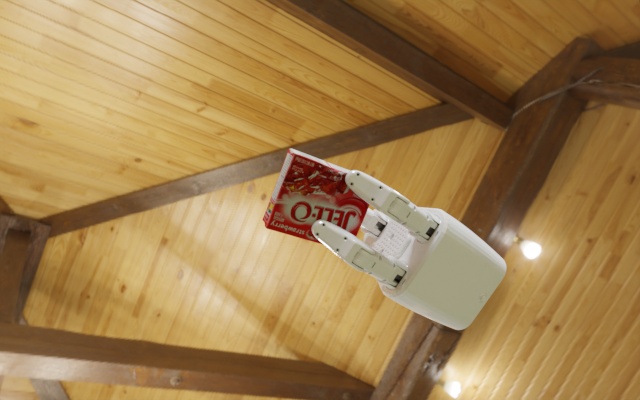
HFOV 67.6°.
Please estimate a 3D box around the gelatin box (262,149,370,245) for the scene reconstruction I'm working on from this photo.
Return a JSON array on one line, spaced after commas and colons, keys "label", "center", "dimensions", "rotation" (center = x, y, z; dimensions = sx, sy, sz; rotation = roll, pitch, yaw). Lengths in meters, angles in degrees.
[{"label": "gelatin box", "center": [0.000, 0.001, 0.446], "dimensions": [0.089, 0.073, 0.030], "rotation": [19, 10, -20]}]
